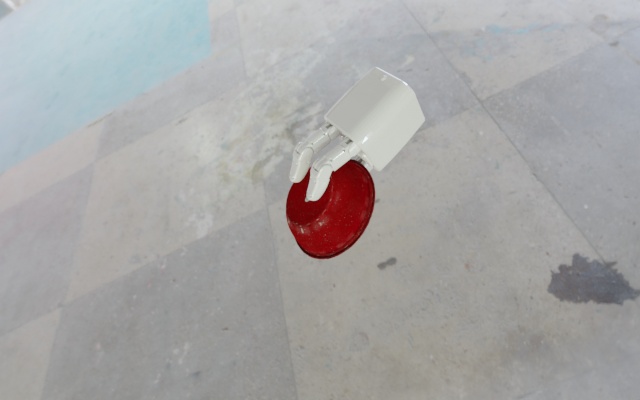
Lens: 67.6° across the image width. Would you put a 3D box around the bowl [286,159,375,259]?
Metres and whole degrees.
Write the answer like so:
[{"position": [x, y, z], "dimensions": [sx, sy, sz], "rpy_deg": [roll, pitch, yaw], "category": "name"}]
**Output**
[{"position": [-0.001, 0.003, 0.706], "dimensions": [0.162, 0.162, 0.055], "rpy_deg": [0, -20, 44], "category": "bowl"}]
